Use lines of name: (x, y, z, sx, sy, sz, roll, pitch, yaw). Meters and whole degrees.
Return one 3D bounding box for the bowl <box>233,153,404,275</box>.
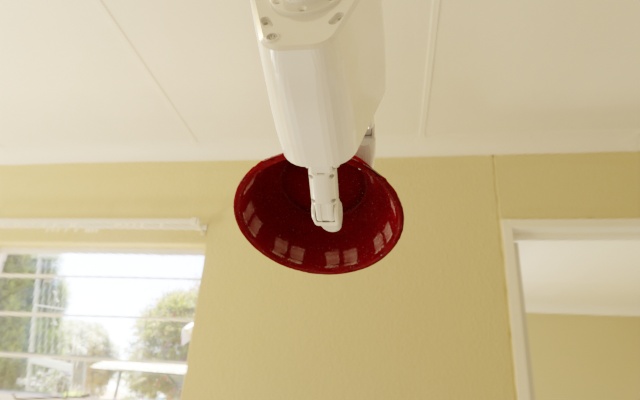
bowl: (0.000, 0.002, 0.470, 0.162, 0.162, 0.055, 0, 42, 9)
